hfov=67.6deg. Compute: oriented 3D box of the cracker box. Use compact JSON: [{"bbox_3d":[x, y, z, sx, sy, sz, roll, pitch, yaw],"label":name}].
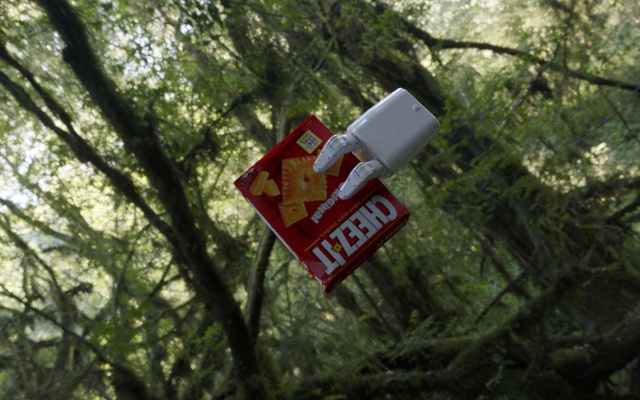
[{"bbox_3d":[0.000,0.002,0.713,0.164,0.213,0.072,-41,-15,-8],"label":"cracker box"}]
